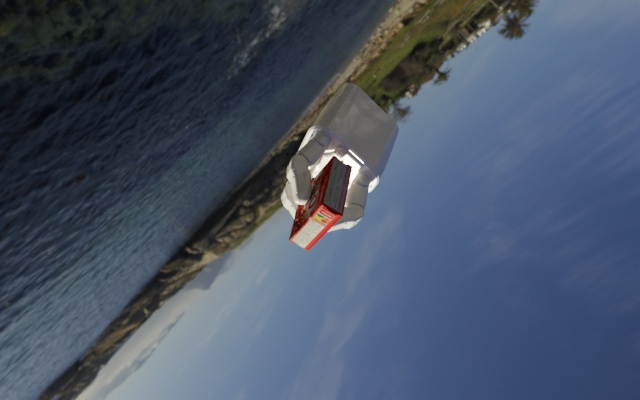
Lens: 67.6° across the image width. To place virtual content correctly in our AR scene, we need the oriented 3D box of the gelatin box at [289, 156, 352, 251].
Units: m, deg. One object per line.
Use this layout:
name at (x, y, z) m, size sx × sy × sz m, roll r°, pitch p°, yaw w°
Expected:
gelatin box at (0.000, 0.002, 0.548) m, size 0.030 × 0.089 × 0.073 m, roll 30°, pitch -49°, yaw -15°
